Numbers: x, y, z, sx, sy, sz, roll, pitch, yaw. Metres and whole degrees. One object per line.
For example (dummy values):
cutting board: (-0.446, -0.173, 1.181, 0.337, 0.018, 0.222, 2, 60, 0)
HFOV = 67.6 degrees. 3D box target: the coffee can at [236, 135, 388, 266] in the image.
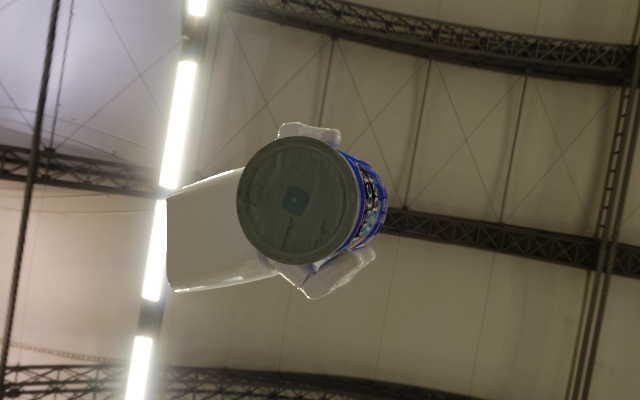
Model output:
coffee can: (0.000, 0.001, 0.440, 0.103, 0.103, 0.140, 0, -1, 17)
